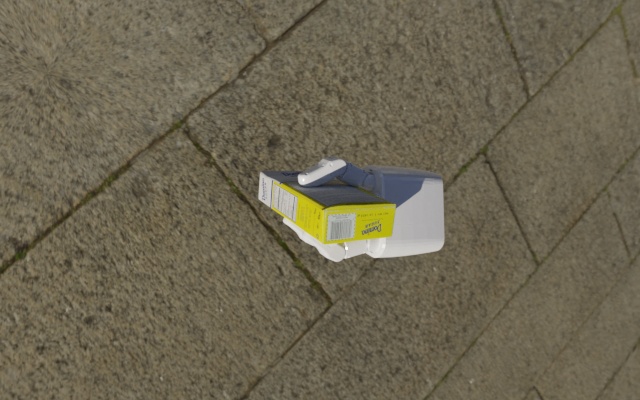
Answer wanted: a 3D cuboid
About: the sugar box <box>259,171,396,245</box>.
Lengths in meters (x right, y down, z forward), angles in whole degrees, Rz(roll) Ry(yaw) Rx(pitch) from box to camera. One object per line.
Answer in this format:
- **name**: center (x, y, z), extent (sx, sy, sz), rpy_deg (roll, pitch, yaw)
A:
- **sugar box**: center (0.000, 0.002, 0.579), extent (0.093, 0.048, 0.176), rpy_deg (-3, 14, -29)
